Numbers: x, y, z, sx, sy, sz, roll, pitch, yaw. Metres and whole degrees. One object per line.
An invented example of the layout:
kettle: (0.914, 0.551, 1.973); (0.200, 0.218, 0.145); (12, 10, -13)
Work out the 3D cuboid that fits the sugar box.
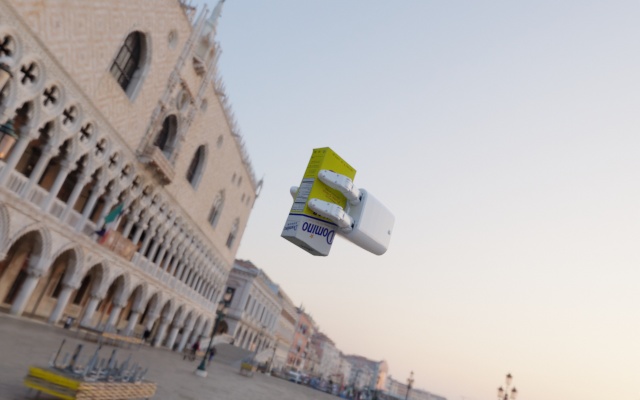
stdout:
sugar box: (0.001, 0.003, 0.850); (0.048, 0.176, 0.093); (-2, -27, 43)
